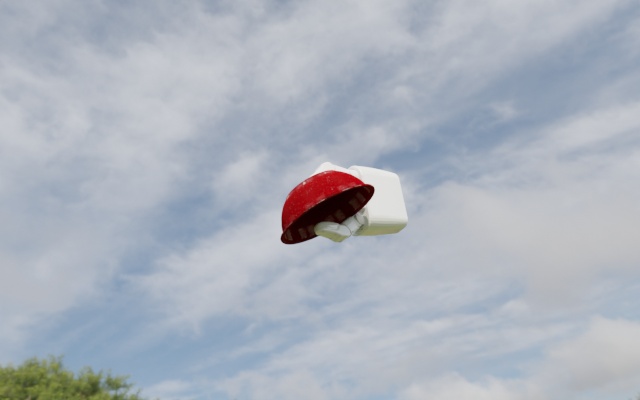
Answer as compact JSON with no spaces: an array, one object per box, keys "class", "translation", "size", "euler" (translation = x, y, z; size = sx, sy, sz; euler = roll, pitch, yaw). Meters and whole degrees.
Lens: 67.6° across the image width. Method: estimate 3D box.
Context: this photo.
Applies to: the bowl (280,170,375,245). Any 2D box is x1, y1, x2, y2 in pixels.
[{"class":"bowl","translation":[-0.001,0.002,0.723],"size":[0.162,0.055,0.162],"euler":[-27,-17,-9]}]
